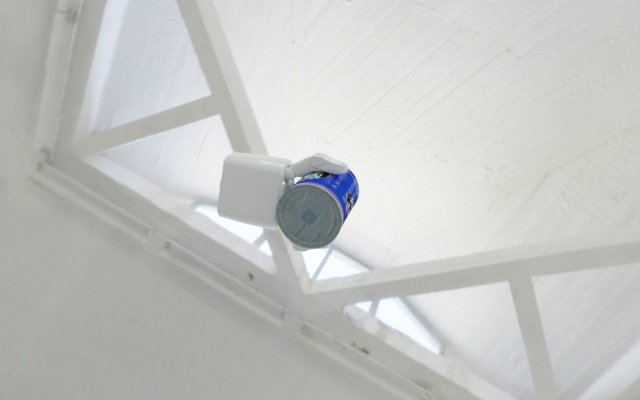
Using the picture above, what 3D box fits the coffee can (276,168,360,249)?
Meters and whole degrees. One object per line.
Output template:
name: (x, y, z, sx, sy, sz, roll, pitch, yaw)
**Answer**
coffee can: (0.000, 0.003, 0.771, 0.103, 0.103, 0.140, 0, 19, 16)
